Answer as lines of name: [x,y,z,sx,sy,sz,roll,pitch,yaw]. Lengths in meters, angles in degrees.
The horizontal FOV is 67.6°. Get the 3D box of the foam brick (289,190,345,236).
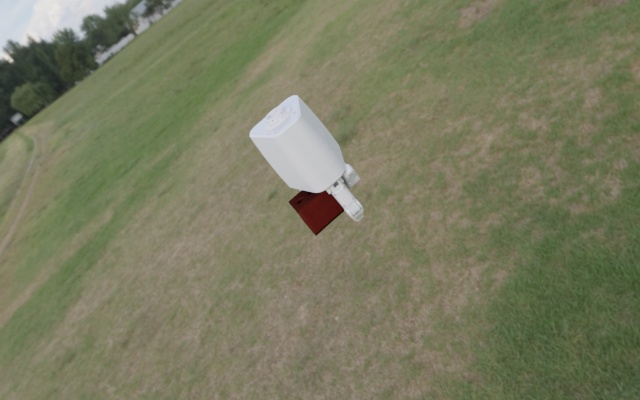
foam brick: [0.000,0.003,0.723,0.078,0.051,0.053,-41,27,-2]
